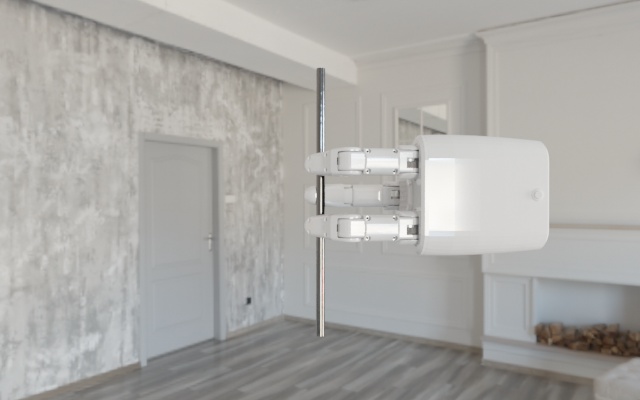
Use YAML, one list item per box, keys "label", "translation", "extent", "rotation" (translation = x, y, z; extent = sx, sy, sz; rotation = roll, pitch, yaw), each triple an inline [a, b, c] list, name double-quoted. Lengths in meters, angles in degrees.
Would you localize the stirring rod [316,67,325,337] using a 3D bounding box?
- label: "stirring rod"
  translation: [0.000, 0.002, 0.431]
  extent: [0.011, 0.239, 0.011]
  rotation: [0, 0, 0]
